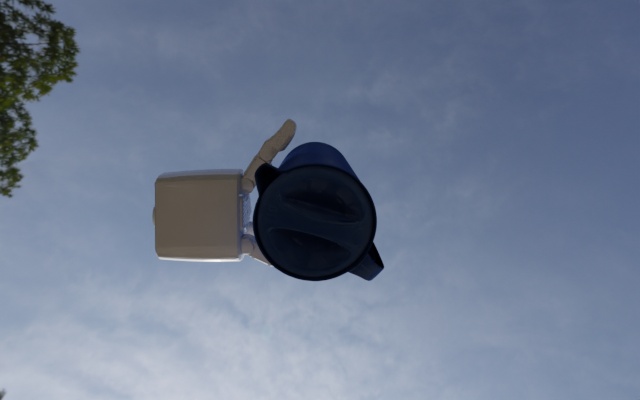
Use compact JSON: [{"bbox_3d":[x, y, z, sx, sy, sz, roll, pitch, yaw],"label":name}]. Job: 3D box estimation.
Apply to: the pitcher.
[{"bbox_3d":[0.000,0.002,0.620,0.145,0.149,0.242,-2,16,0],"label":"pitcher"}]
